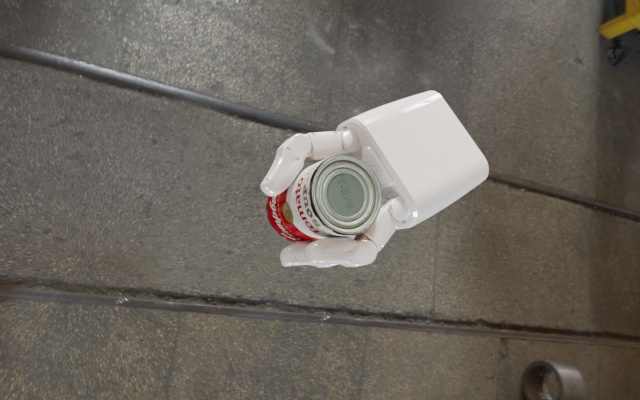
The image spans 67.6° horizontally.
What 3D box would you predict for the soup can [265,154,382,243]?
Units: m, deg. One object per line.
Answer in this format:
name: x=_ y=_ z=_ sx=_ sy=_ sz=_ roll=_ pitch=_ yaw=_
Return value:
soup can: x=0.000 y=0.001 z=0.424 sx=0.068 sy=0.068 sz=0.102 roll=0 pitch=-7 yaw=-26
